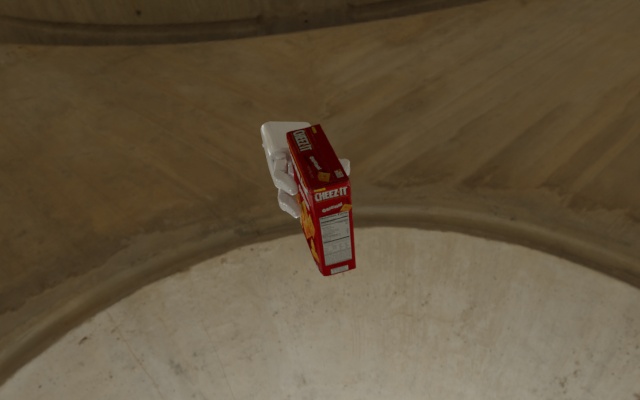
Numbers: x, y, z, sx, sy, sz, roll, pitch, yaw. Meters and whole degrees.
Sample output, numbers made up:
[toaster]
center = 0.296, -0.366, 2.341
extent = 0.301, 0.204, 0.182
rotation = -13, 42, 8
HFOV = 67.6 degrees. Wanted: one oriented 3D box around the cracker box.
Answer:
[cracker box]
center = 0.000, 0.003, 0.835
extent = 0.072, 0.214, 0.164
rotation = -16, 43, -8
